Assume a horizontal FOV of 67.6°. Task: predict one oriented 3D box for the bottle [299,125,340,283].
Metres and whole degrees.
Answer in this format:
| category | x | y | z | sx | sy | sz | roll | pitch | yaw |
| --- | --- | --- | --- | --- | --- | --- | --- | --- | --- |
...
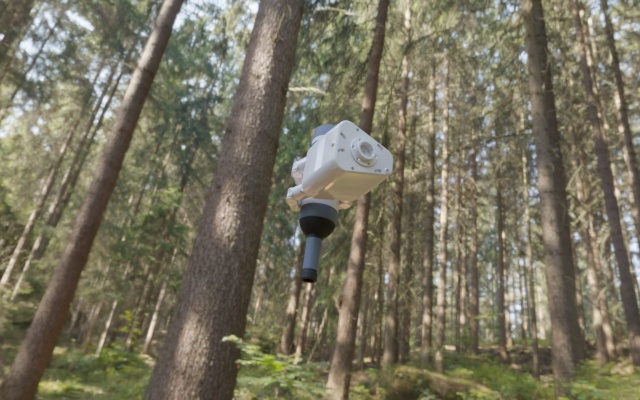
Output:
| category | x | y | z | sx | sy | sz | roll | pitch | yaw |
| --- | --- | --- | --- | --- | --- | --- | --- | --- | --- |
| bottle | 0.000 | 0.003 | 0.855 | 0.069 | 0.295 | 0.069 | 7 | -27 | 4 |
